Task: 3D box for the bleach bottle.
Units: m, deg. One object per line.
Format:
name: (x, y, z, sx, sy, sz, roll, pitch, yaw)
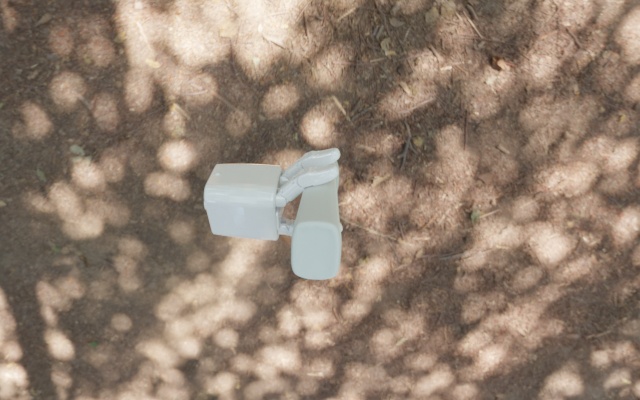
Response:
bleach bottle: (0.000, 0.002, 0.739, 0.068, 0.103, 0.250, 3, 32, 2)
